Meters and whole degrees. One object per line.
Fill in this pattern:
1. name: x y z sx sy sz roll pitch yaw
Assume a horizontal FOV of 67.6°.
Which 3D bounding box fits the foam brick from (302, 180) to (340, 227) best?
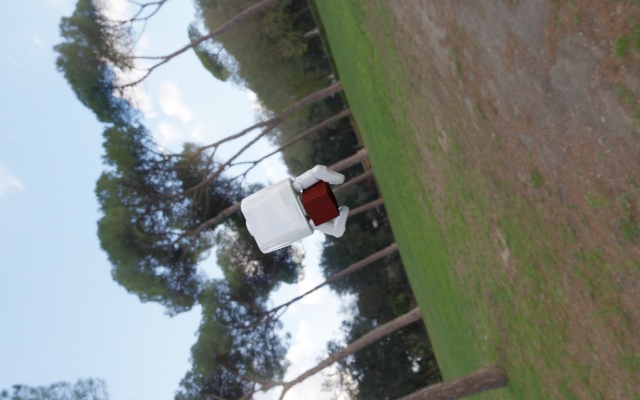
1. foam brick: 0.000 0.003 0.881 0.051 0.053 0.078 -25 21 6
